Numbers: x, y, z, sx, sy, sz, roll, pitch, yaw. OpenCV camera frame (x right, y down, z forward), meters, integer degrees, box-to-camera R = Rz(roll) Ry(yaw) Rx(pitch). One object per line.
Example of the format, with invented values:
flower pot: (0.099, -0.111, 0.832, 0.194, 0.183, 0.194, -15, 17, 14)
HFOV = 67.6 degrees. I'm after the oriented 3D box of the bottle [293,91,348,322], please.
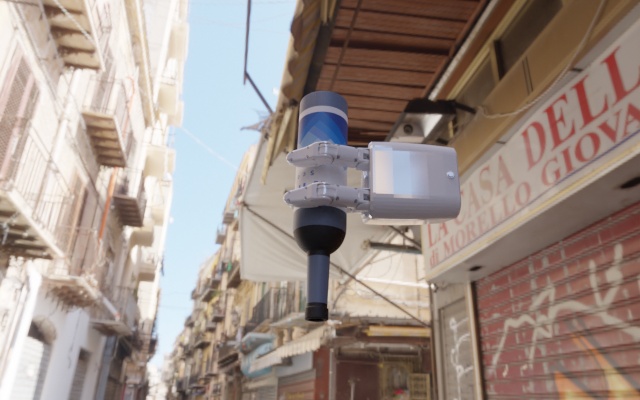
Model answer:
bottle: (0.000, 0.002, 0.603, 0.069, 0.295, 0.069, 2, -24, 1)
